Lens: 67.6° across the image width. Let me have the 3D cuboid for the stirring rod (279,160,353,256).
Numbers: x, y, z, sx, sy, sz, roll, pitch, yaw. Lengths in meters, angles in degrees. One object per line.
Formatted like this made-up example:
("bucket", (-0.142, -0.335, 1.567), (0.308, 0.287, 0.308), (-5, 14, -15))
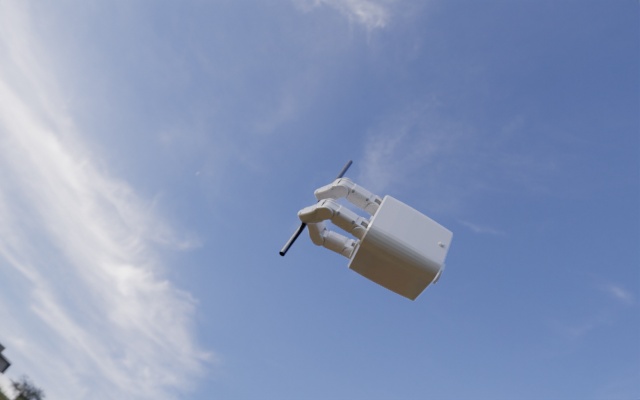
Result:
("stirring rod", (0.000, 0.002, 0.689), (0.011, 0.011, 0.239), (0, 33, 29))
